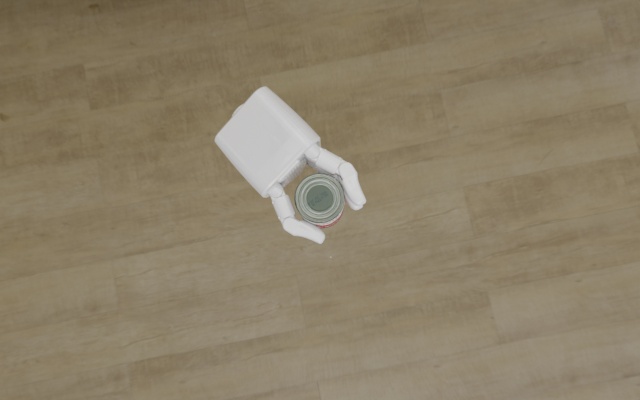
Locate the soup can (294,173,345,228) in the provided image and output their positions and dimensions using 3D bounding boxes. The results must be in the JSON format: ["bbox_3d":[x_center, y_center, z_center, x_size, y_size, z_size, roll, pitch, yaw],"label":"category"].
[{"bbox_3d":[0.000,0.003,0.668,0.068,0.068,0.102,0,-7,1],"label":"soup can"}]
